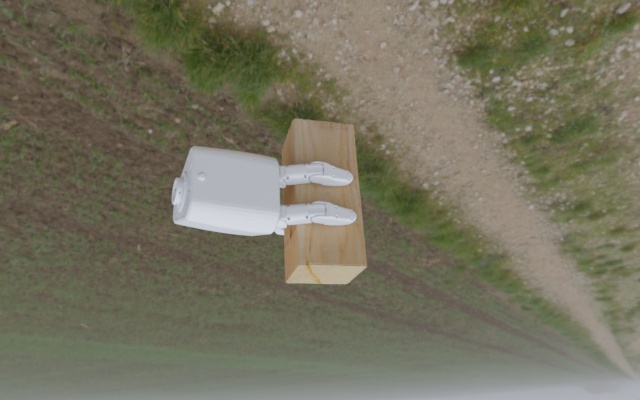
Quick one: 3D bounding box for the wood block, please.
[{"bbox_3d":[0.000,0.002,0.654,0.090,0.206,0.091,3,-24,-14],"label":"wood block"}]
